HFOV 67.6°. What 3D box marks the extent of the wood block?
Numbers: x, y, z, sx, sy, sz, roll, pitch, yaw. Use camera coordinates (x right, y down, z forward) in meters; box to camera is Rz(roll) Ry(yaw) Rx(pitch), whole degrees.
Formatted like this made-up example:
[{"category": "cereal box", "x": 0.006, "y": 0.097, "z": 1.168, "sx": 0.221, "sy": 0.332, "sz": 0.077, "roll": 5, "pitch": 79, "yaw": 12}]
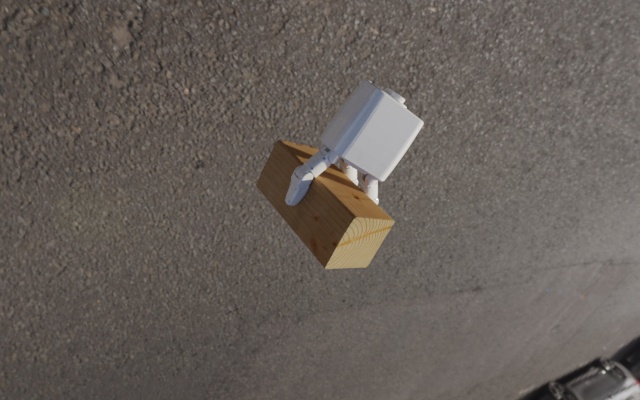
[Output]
[{"category": "wood block", "x": 0.000, "y": 0.002, "z": 0.725, "sx": 0.091, "sy": 0.090, "sz": 0.206, "roll": 6, "pitch": 30, "yaw": -44}]
